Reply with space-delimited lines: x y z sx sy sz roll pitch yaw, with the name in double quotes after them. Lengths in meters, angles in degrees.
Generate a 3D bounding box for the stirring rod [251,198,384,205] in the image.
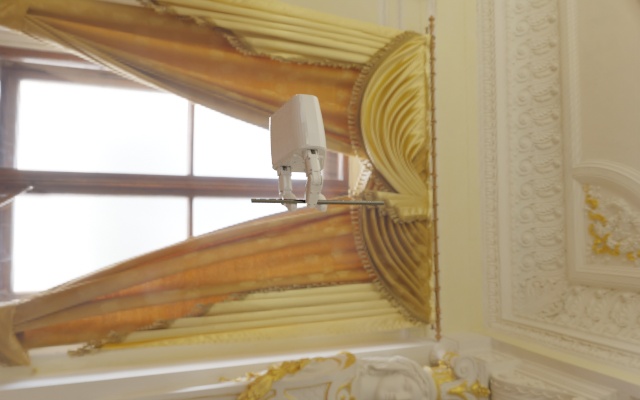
0.000 0.003 0.818 0.239 0.011 0.011 1 0 -21 "stirring rod"
